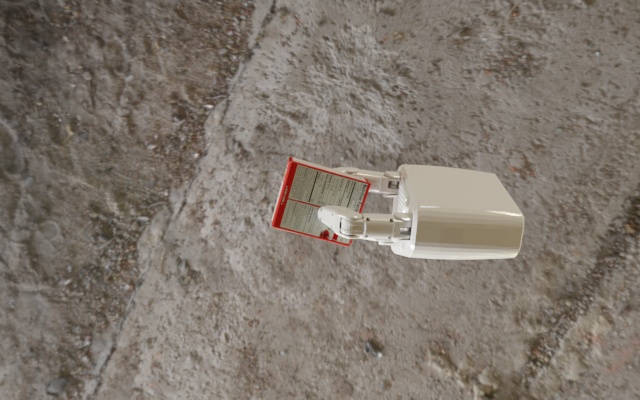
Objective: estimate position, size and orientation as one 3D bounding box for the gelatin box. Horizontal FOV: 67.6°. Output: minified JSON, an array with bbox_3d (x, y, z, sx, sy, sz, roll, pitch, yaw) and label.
[{"bbox_3d":[0.000,0.002,0.504,0.089,0.073,0.030,15,12,-10],"label":"gelatin box"}]
